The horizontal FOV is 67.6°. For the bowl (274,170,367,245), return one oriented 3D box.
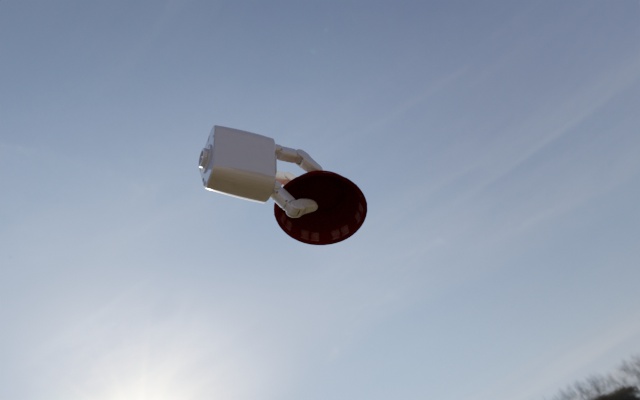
[{"bbox_3d":[0.001,0.003,0.842,0.162,0.162,0.055,0,37,0],"label":"bowl"}]
